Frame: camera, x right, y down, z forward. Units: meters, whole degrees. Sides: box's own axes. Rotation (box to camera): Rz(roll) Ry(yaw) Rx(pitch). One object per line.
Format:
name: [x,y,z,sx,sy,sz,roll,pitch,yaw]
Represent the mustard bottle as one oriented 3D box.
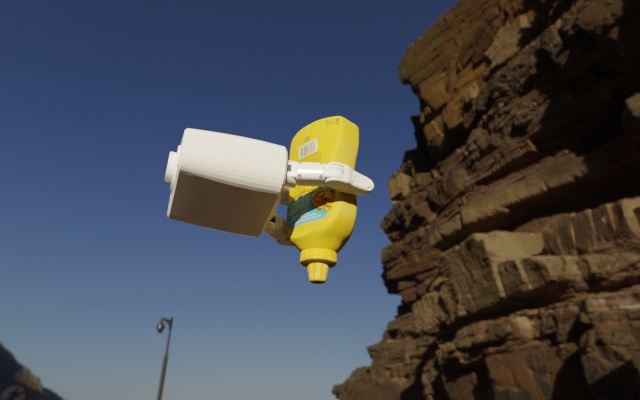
mustard bottle: [0.000,0.002,0.559,0.096,0.191,0.058,-20,-33,41]
